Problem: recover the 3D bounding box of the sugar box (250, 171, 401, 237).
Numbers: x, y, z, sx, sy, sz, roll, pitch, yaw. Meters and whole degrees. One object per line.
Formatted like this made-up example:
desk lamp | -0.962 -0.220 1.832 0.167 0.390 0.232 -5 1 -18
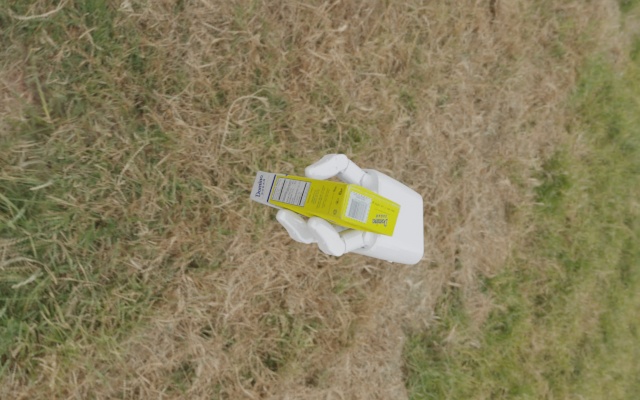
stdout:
sugar box | 0.000 0.003 0.591 0.093 0.048 0.176 21 -10 -41
